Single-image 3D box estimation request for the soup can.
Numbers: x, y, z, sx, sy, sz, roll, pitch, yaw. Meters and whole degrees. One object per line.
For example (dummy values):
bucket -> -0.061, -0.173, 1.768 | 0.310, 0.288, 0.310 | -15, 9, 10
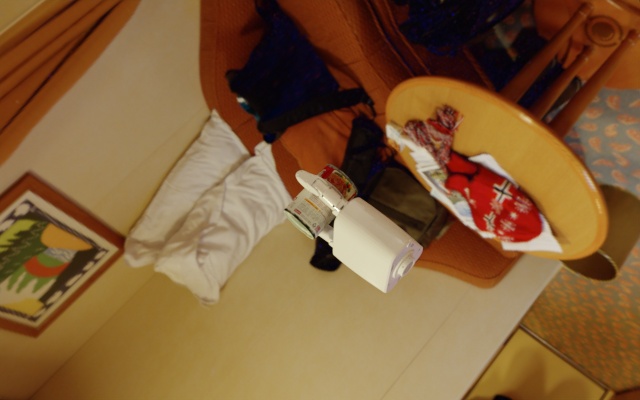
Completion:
soup can -> 0.000, 0.002, 0.750 | 0.068, 0.102, 0.068 | 41, -13, 11
